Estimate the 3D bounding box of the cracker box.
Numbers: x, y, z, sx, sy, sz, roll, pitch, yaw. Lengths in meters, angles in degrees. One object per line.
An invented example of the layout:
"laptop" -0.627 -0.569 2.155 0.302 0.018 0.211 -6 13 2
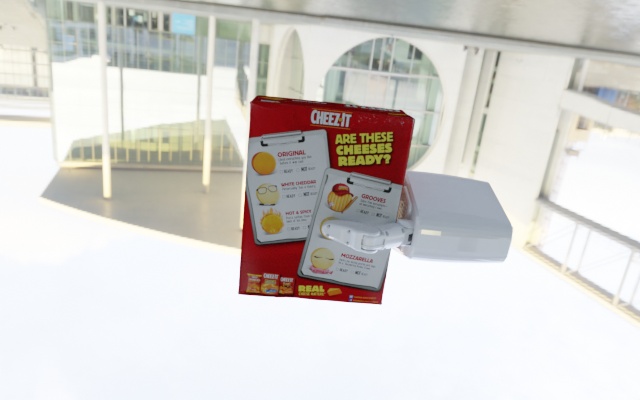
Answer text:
"cracker box" 0.000 0.002 0.524 0.164 0.214 0.072 5 18 -5
